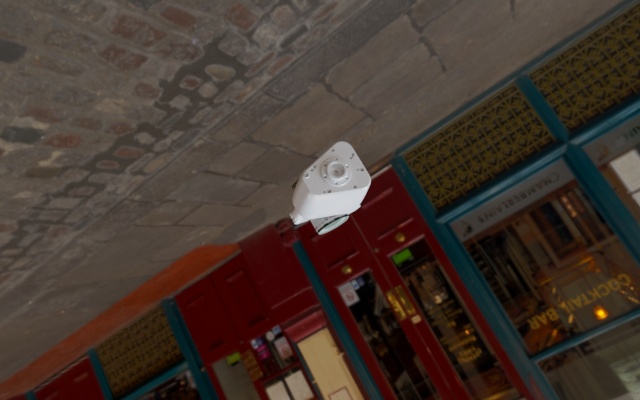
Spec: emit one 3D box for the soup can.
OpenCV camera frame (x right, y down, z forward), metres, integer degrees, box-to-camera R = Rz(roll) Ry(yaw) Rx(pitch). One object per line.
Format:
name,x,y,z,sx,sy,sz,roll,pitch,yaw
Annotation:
soup can,0.000,0.003,0.888,0.068,0.102,0.068,-28,-13,-7
